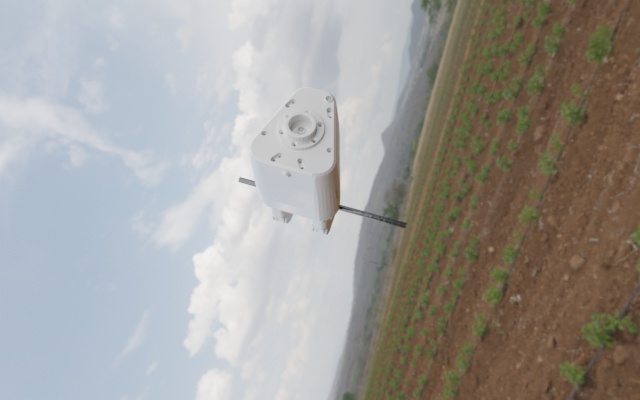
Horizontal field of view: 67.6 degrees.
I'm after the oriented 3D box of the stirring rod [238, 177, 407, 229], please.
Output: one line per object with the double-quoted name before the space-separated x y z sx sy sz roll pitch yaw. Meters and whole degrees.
"stirring rod" 0.000 0.002 0.654 0.239 0.011 0.011 15 2 9
